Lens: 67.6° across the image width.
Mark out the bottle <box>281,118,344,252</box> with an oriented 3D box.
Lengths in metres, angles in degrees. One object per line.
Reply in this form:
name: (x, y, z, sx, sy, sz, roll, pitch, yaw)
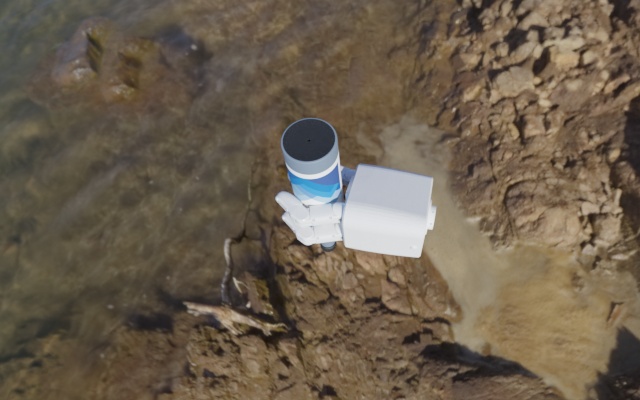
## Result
bottle: (0.000, 0.002, 0.682, 0.069, 0.069, 0.296, 0, -30, 6)
